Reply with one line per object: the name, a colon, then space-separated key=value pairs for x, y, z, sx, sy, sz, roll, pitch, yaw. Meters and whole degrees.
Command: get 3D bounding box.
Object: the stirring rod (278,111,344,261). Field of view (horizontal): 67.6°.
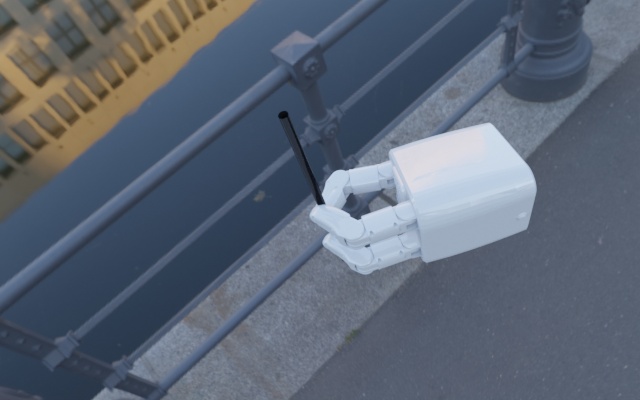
stirring rod: x=0.000 y=0.001 z=0.451 sx=0.011 sy=0.011 sz=0.240 roll=0 pitch=-33 yaw=16
